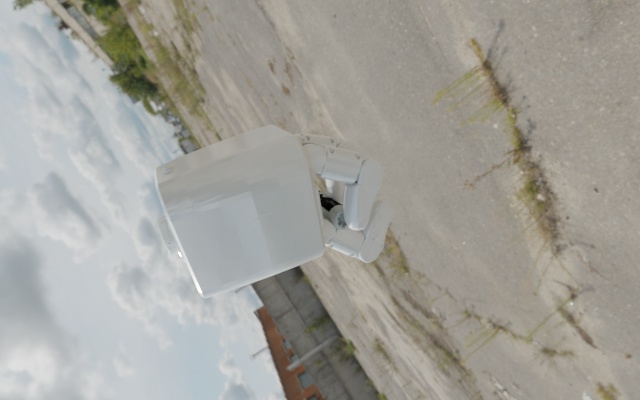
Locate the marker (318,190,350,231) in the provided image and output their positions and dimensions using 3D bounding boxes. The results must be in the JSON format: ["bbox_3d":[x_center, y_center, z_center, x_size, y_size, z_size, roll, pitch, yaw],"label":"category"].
[{"bbox_3d":[0.000,0.001,0.447,0.020,0.020,0.121,0,14,-20],"label":"marker"}]
